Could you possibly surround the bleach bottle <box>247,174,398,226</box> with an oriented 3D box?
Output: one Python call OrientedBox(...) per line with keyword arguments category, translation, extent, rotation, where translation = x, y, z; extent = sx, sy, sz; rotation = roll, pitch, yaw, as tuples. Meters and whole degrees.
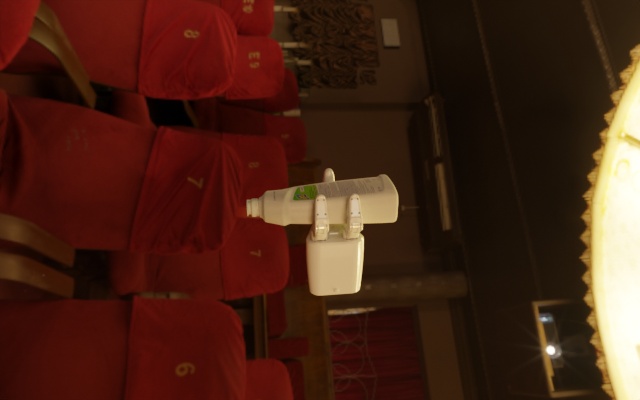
OrientedBox(category="bleach bottle", translation=(0.000, 0.003, 0.823), extent=(0.251, 0.068, 0.102), rotation=(-3, 23, -6))
